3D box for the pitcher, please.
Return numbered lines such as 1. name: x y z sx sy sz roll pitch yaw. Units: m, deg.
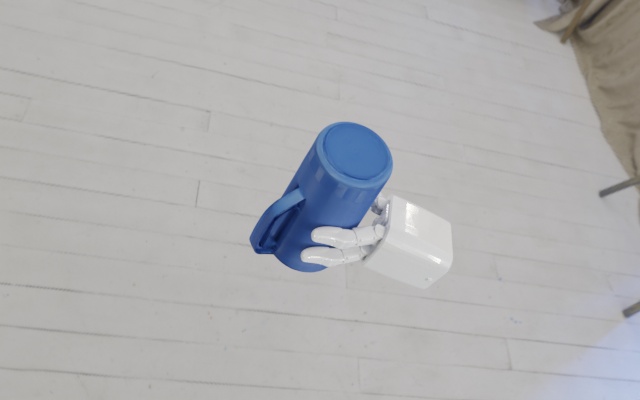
1. pitcher: 0.000 0.002 0.697 0.145 0.149 0.243 25 -37 -4
